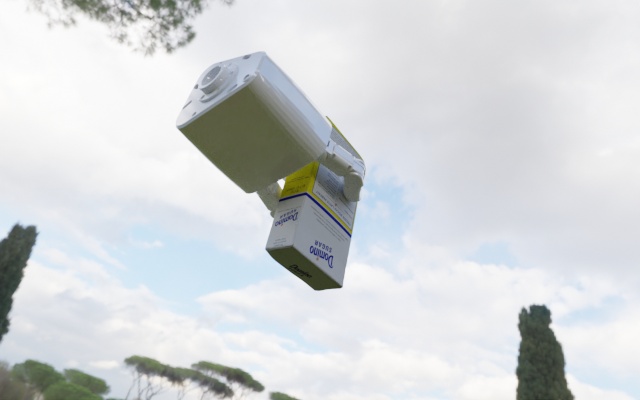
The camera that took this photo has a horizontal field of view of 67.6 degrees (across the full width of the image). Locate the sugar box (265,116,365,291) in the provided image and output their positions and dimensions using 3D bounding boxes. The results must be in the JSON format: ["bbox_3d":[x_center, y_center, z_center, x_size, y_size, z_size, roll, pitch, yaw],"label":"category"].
[{"bbox_3d":[0.000,0.002,0.537,0.048,0.176,0.093,-12,-42,36],"label":"sugar box"}]
